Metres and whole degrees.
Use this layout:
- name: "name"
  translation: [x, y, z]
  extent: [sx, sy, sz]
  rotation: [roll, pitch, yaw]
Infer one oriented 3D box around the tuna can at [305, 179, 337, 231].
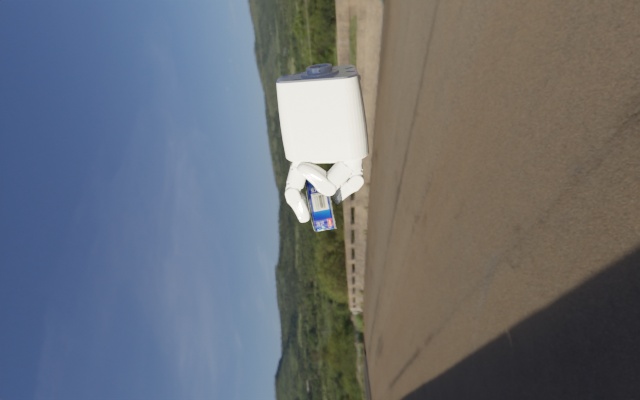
- name: "tuna can"
  translation: [0.000, 0.002, 0.708]
  extent: [0.034, 0.086, 0.086]
  rotation: [-11, 0, 1]
